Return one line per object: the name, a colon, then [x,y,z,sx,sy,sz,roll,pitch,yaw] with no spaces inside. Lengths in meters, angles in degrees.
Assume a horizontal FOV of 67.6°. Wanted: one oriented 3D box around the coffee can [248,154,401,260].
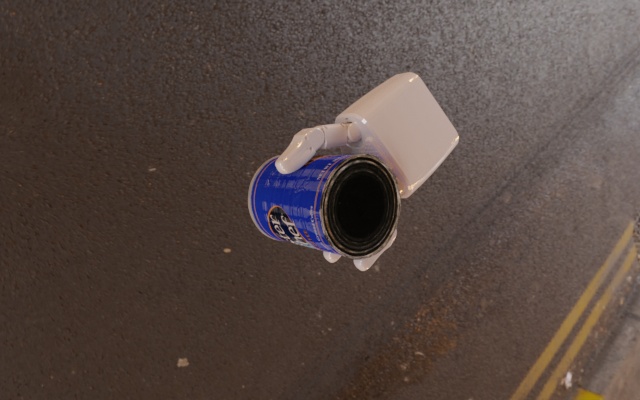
coffee can: [0.000,0.002,0.513,0.103,0.103,0.140,0,4,-37]
